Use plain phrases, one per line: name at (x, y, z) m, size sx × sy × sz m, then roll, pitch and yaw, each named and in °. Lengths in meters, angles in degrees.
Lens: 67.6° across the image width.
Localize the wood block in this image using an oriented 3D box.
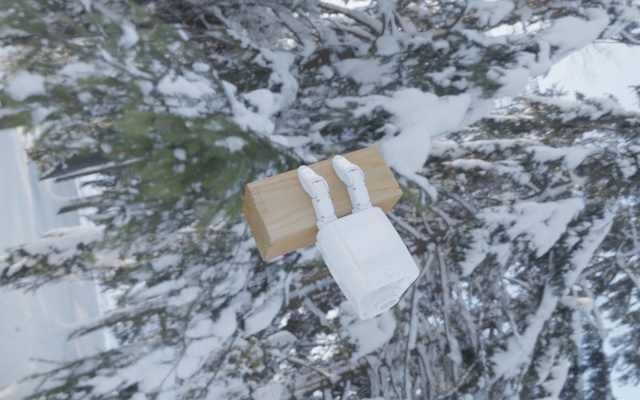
wood block at (0.000, 0.003, 0.698) m, size 0.206 × 0.090 × 0.091 m, roll -18°, pitch -20°, yaw -22°
